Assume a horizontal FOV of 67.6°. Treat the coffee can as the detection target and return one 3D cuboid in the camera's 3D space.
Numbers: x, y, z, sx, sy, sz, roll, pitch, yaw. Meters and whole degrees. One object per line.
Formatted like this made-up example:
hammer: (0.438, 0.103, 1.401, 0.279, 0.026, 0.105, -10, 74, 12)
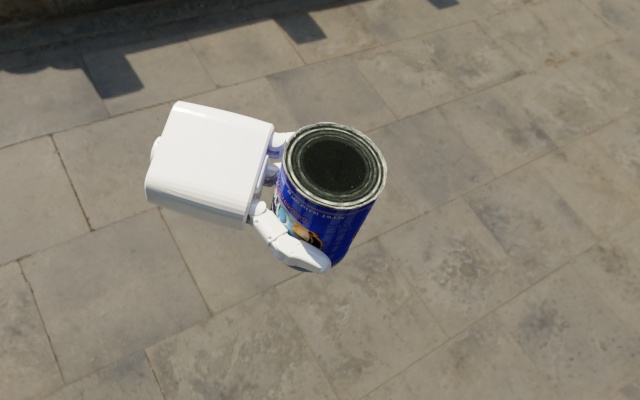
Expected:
coffee can: (0.000, 0.002, 0.508, 0.103, 0.102, 0.140, 0, -32, -14)
